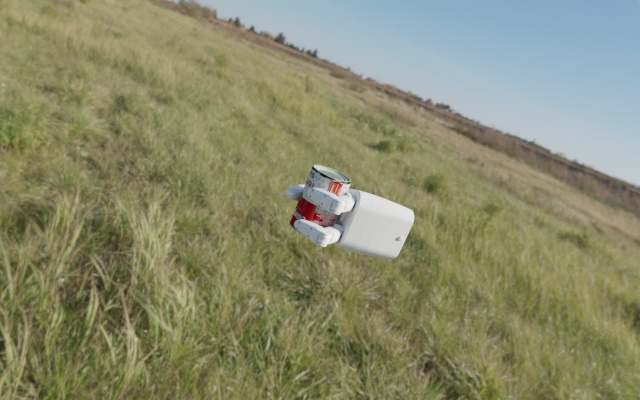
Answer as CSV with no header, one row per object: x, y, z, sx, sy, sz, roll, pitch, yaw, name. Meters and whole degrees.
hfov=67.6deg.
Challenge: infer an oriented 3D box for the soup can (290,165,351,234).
0.000,0.002,0.762,0.068,0.102,0.068,21,15,-6,soup can
